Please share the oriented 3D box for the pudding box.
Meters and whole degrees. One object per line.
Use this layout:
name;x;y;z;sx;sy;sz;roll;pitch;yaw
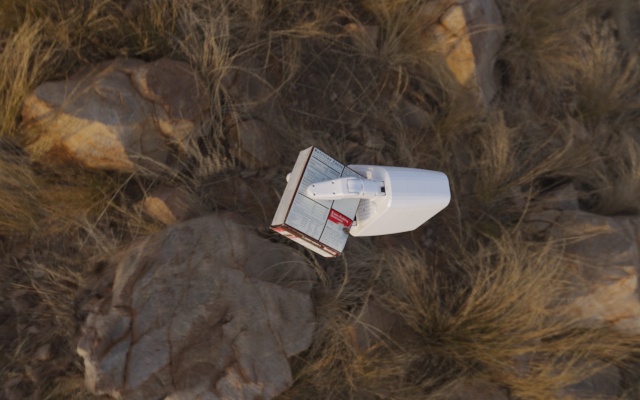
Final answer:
pudding box;0.000;0.002;0.590;0.090;0.113;0.039;30;-24;-23
